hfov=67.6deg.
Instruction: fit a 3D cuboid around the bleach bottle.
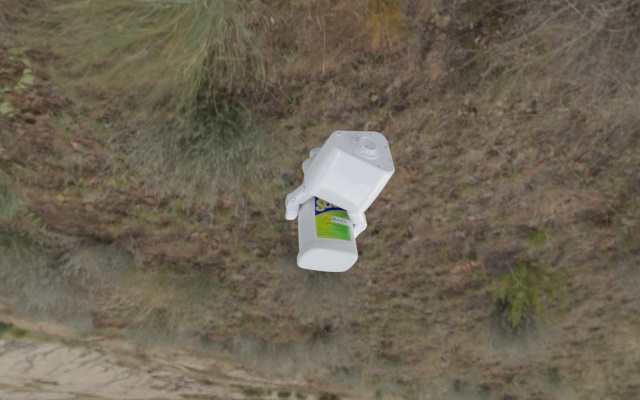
[{"bbox_3d":[0.000,0.003,0.863,0.102,0.250,0.068,10,-41,-23],"label":"bleach bottle"}]
